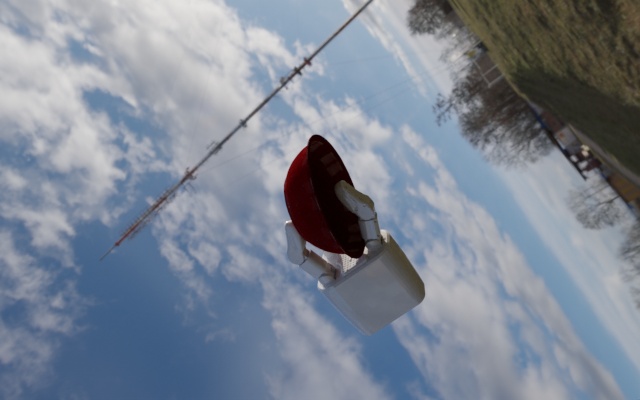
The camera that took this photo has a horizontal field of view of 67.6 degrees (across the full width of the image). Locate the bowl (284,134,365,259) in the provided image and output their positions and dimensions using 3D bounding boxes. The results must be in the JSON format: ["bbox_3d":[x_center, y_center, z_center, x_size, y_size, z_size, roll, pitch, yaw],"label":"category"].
[{"bbox_3d":[-0.001,0.001,0.598,0.055,0.162,0.162,-19,-7,20],"label":"bowl"}]
